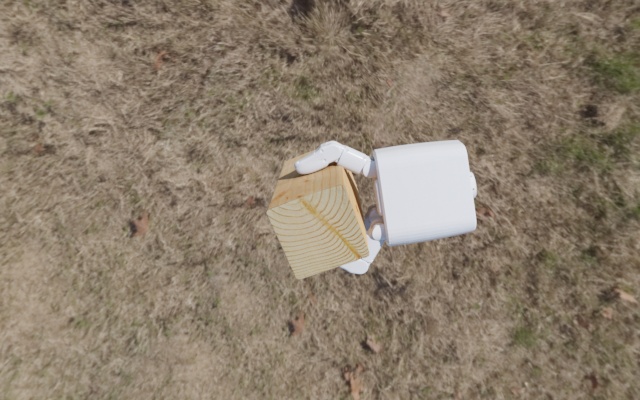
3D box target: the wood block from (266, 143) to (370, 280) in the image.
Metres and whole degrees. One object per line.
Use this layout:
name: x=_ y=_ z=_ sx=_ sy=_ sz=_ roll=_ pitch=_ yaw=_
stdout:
wood block: x=0.000 y=0.002 z=0.609 sx=0.090 sy=0.091 sz=0.206 roll=-19 pitch=17 yaw=7
